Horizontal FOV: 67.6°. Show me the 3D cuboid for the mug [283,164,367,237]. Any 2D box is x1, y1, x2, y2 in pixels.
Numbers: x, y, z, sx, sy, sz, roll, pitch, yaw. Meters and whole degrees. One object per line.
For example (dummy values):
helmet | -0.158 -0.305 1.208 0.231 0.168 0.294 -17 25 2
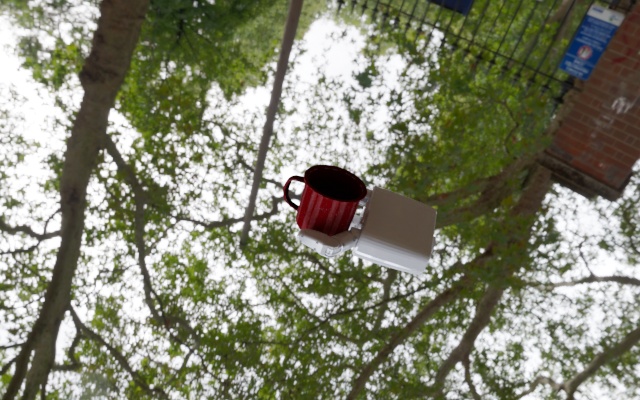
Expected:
mug | -0.001 0.002 0.695 0.117 0.081 0.093 20 33 2
